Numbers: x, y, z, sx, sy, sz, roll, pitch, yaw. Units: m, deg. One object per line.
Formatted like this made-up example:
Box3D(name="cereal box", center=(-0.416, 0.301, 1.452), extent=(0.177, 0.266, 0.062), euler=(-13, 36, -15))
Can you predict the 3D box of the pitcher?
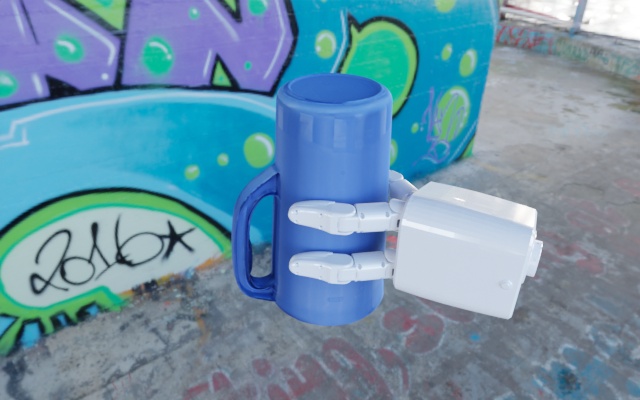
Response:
Box3D(name="pitcher", center=(0.000, 0.002, 0.495), extent=(0.145, 0.243, 0.149), euler=(16, 33, 23))
